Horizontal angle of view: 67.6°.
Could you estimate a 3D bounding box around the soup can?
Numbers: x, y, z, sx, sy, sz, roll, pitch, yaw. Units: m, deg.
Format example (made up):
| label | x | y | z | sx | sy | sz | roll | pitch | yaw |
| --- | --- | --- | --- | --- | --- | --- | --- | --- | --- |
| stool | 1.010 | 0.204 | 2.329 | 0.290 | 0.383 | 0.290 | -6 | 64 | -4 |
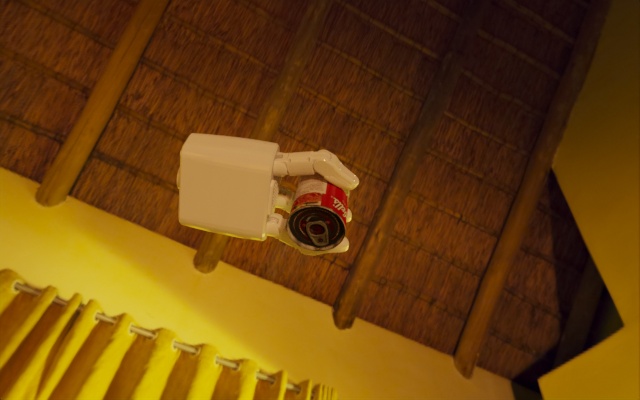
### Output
| label | x | y | z | sx | sy | sz | roll | pitch | yaw |
| --- | --- | --- | --- | --- | --- | --- | --- | --- | --- |
| soup can | 0.001 | 0.002 | 0.575 | 0.068 | 0.069 | 0.102 | 0 | 38 | 8 |
